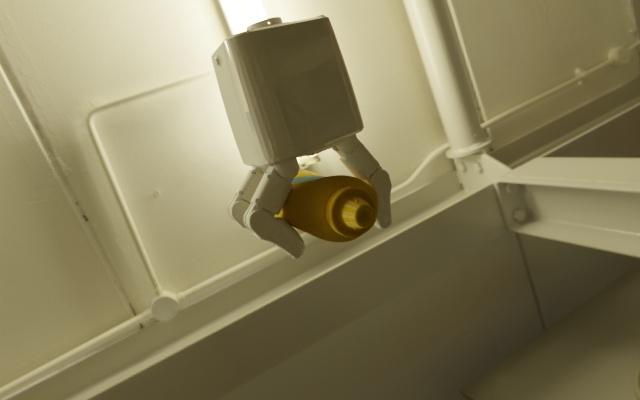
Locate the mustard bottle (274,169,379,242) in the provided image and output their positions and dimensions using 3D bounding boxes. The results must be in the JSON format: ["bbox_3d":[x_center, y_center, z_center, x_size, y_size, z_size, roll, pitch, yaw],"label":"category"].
[{"bbox_3d":[0.000,0.002,0.452,0.096,0.058,0.191,4,4,-22],"label":"mustard bottle"}]
